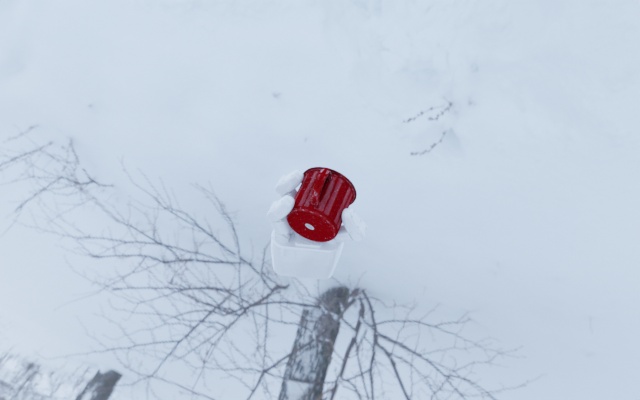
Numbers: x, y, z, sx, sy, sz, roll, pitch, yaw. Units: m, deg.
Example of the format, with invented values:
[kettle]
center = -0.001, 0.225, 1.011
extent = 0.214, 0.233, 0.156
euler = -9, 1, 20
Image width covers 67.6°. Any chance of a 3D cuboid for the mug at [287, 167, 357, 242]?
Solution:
[mug]
center = 0.000, 0.002, 0.717
extent = 0.093, 0.081, 0.117
euler = 19, -36, 8
